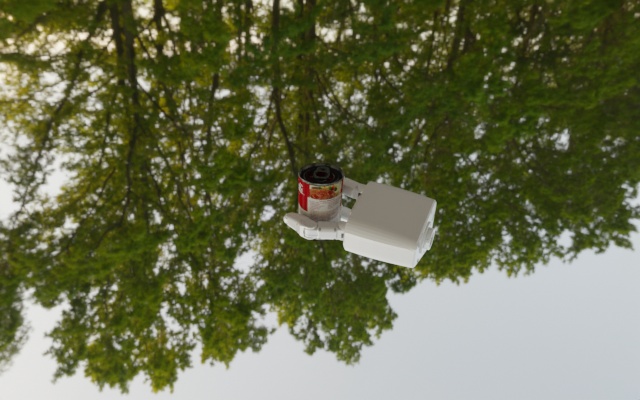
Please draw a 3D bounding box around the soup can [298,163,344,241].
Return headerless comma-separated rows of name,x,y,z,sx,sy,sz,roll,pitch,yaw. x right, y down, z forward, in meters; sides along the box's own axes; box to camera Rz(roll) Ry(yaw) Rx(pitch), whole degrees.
soup can,0.000,0.003,0.730,0.068,0.102,0.068,1,32,-1
